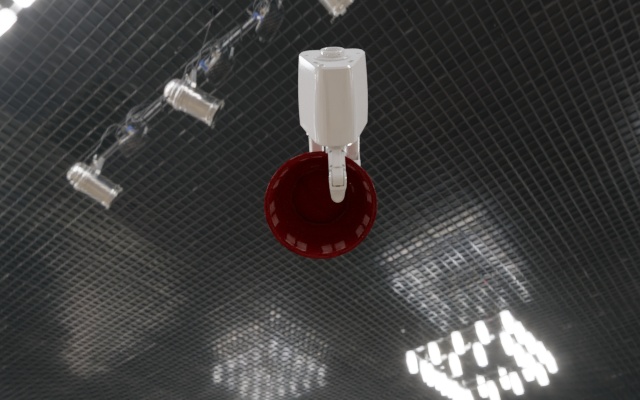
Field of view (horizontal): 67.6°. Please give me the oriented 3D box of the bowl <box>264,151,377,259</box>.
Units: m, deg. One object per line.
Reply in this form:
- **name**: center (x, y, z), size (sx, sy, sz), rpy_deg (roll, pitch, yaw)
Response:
- **bowl**: center (0.000, 0.003, 0.706), size (0.162, 0.162, 0.055), rpy_deg (0, 15, -1)
